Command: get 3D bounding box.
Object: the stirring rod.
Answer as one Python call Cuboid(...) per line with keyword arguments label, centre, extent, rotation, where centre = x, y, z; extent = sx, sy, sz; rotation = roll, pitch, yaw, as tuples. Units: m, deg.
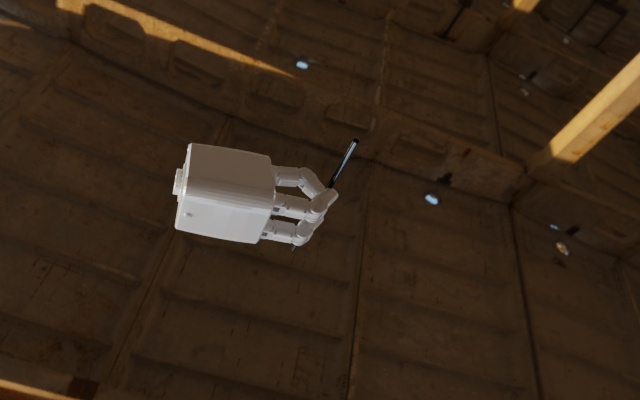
Cuboid(label="stirring rod", centre=(0.000, 0.002, 0.651), extent=(0.011, 0.011, 0.240), rotation=(0, -37, -26))
